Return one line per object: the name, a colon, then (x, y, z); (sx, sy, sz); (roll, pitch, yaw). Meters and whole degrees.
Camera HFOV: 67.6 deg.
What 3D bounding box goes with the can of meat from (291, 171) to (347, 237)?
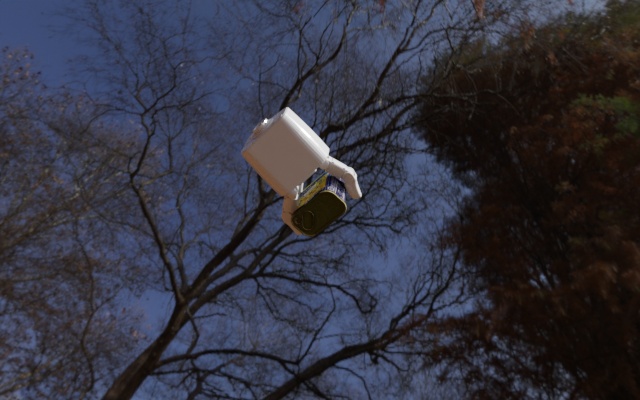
can of meat: (0.000, 0.003, 0.854); (0.102, 0.057, 0.084); (-39, 20, 26)
